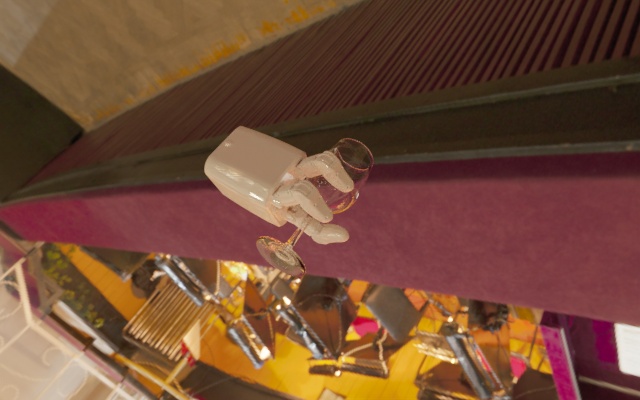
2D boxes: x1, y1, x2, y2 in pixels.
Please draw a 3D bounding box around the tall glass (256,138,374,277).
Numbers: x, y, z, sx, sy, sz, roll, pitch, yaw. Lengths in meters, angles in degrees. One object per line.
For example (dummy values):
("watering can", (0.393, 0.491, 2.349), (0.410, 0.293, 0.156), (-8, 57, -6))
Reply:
("tall glass", (0.000, 0.003, 0.645), (0.079, 0.079, 0.201), (0, 44, 45))
